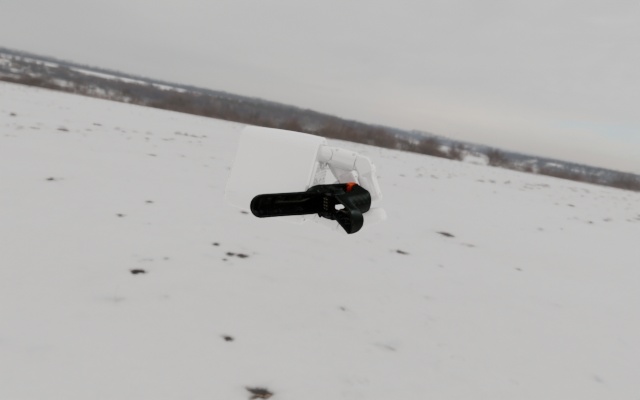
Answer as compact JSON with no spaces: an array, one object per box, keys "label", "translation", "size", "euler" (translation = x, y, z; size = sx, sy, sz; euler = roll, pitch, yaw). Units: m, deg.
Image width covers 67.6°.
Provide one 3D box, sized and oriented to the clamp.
[{"label":"clamp","translation":[0.000,0.001,0.538],"size":[0.120,0.039,0.171],"euler":[13,10,12]}]
